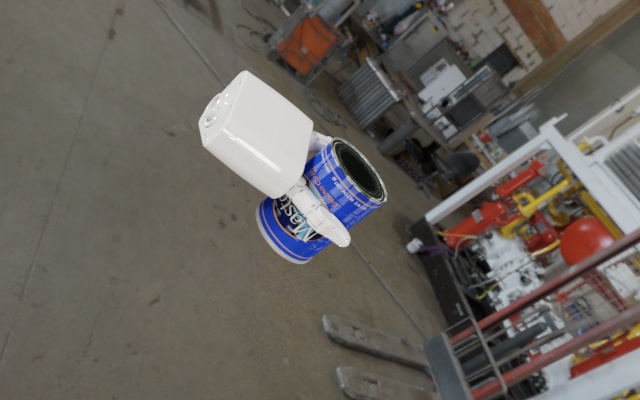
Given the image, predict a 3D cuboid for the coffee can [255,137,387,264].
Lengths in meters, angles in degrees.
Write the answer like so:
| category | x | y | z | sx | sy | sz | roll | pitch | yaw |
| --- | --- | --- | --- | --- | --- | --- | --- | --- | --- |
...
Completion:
| category | x | y | z | sx | sy | sz | roll | pitch | yaw |
| --- | --- | --- | --- | --- | --- | --- | --- | --- | --- |
| coffee can | 0.000 | 0.002 | 0.618 | 0.140 | 0.102 | 0.103 | -39 | -18 | 24 |
